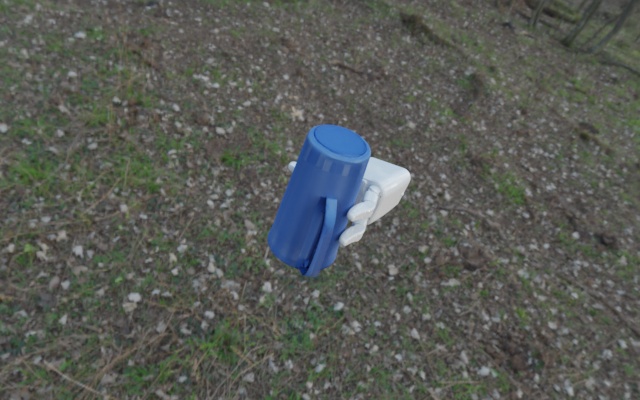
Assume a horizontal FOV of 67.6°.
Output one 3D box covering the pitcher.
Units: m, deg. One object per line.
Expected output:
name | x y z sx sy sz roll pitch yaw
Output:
pitcher | 0.000 0.003 0.822 0.149 0.243 0.145 37 39 23
